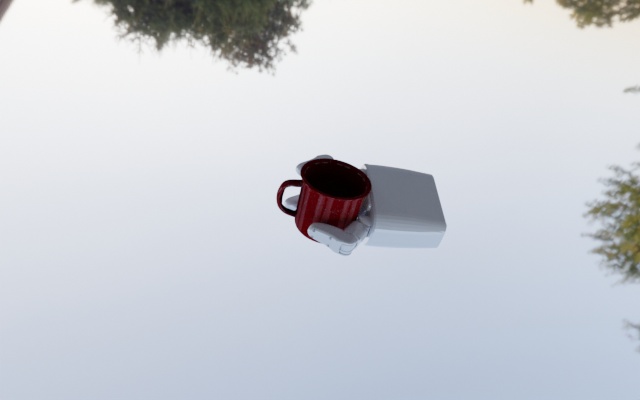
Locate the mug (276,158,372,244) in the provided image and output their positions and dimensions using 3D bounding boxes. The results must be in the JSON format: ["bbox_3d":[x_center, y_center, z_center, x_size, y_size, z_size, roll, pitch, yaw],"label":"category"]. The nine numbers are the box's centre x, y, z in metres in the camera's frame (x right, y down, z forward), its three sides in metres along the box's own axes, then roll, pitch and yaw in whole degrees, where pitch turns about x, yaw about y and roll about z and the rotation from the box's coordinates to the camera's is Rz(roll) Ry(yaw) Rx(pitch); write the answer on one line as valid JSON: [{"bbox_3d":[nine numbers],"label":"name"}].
[{"bbox_3d":[-0.001,0.002,0.625,0.117,0.081,0.093,6,36,-13],"label":"mug"}]
